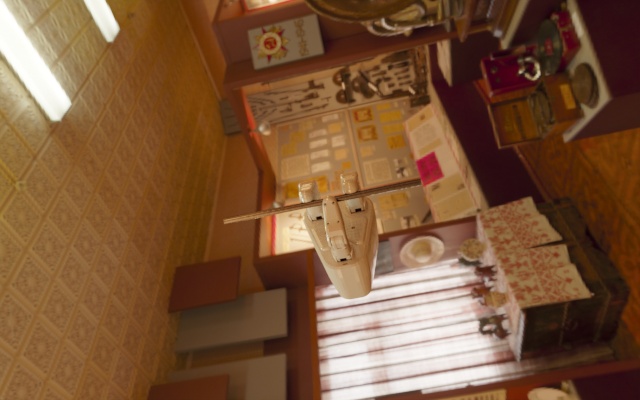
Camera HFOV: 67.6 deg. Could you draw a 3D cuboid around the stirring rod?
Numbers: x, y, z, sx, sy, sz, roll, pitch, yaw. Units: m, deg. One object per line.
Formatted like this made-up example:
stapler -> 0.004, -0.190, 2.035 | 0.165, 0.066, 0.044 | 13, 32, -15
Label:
stirring rod -> 0.000, 0.002, 0.570 | 0.239, 0.011, 0.011 | -11, -1, 6
